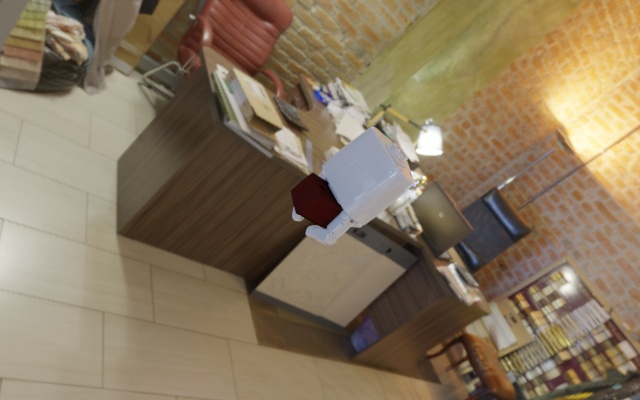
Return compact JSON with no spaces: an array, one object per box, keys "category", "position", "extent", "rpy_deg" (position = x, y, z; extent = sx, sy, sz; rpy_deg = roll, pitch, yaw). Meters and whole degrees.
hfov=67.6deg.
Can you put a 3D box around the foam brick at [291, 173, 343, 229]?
[{"category":"foam brick","position":[0.000,0.002,0.754],"extent":[0.051,0.053,0.078],"rpy_deg":[-39,-45,23]}]
